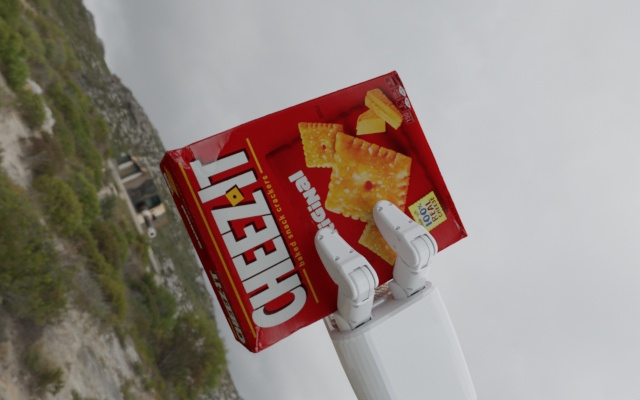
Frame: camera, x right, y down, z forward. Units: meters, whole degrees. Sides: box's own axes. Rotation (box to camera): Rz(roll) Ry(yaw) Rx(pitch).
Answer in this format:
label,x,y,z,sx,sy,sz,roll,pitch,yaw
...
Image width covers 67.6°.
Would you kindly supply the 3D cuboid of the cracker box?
label,x,y,z,sx,sy,sz,roll,pitch,yaw
cracker box,0.000,0.001,0.405,0.213,0.164,0.072,-24,3,-22
